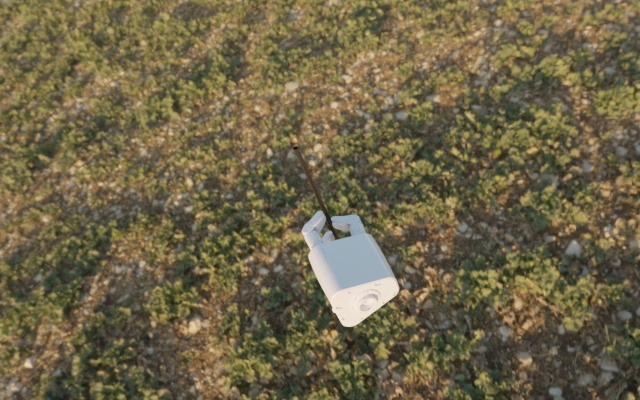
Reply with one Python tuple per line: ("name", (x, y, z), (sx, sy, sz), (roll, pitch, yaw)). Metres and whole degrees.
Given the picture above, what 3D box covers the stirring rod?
("stirring rod", (0.000, 0.003, 0.816), (0.011, 0.011, 0.240), (0, -44, 27))
